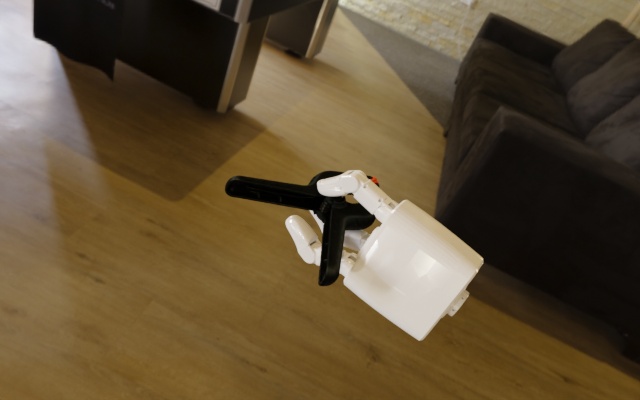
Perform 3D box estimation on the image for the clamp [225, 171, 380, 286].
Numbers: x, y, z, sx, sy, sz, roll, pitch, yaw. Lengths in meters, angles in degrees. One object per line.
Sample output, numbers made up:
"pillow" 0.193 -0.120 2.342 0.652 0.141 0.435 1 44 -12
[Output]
"clamp" 0.001 0.001 0.572 0.164 0.036 0.210 39 36 14
